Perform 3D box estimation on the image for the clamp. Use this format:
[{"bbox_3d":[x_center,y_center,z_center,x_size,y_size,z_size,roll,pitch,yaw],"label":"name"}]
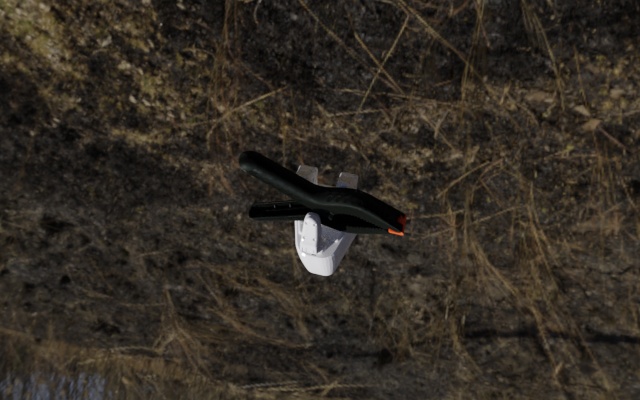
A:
[{"bbox_3d":[0.000,0.003,0.576,0.210,0.036,0.165,11,-23,8],"label":"clamp"}]
